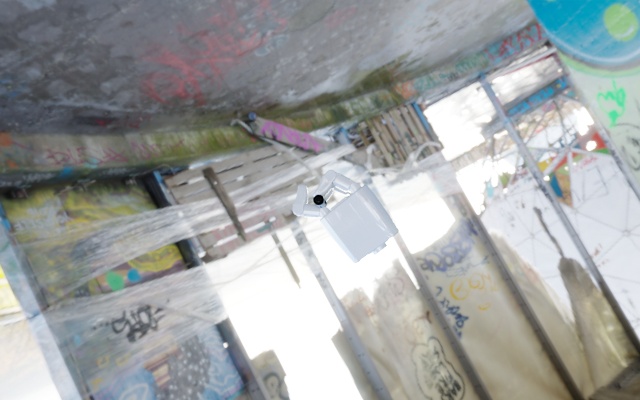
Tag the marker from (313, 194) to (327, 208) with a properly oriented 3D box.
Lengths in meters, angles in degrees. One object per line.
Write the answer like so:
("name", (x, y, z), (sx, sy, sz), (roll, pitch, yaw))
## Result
("marker", (0.000, 0.003, 0.857), (0.020, 0.020, 0.121), (0, -4, 3))
